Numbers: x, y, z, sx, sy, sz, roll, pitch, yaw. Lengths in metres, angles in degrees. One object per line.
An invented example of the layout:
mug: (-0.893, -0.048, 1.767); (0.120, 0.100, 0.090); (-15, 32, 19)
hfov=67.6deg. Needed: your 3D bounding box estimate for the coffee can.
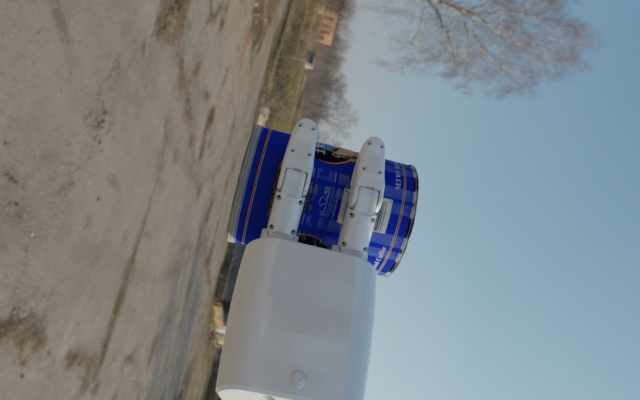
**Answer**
coffee can: (0.000, 0.001, 0.415); (0.140, 0.103, 0.103); (14, -2, -6)
